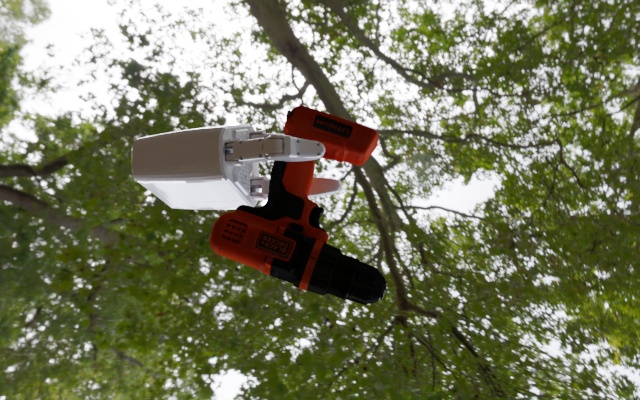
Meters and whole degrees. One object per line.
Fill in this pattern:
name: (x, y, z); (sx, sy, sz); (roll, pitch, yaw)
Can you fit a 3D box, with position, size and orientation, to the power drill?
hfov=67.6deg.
power drill: (0.000, 0.001, 0.506); (0.184, 0.187, 0.057); (20, -24, 2)
